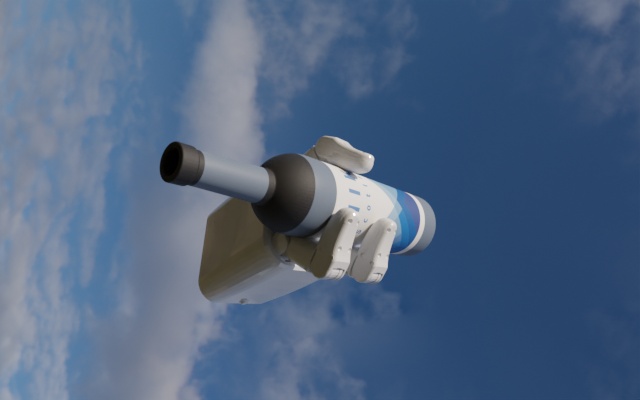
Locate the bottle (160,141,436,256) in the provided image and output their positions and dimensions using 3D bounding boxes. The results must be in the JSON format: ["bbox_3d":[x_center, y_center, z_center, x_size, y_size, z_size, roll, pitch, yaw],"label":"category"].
[{"bbox_3d":[0.000,0.001,0.414,0.069,0.069,0.296,0,-10,42],"label":"bottle"}]
